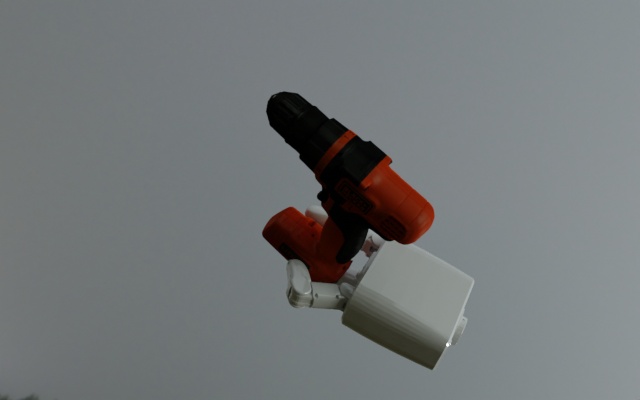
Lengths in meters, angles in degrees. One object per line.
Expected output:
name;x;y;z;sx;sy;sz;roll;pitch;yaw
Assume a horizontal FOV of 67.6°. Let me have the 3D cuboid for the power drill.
power drill;0.000;0.002;0.484;0.057;0.184;0.188;-43;-7;-35
